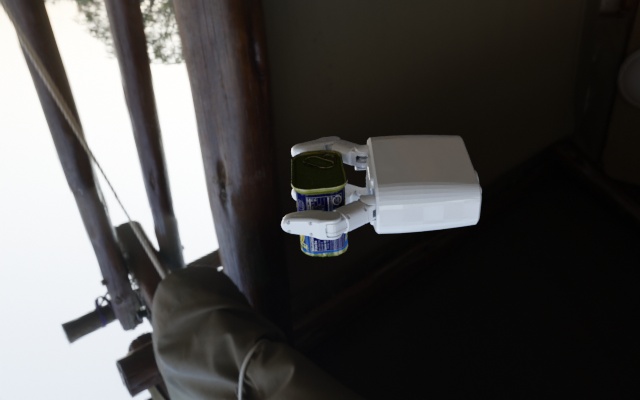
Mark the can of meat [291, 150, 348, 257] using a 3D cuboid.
[{"bbox_3d":[0.000,0.002,0.532,0.057,0.084,0.102,-5,28,-1],"label":"can of meat"}]
